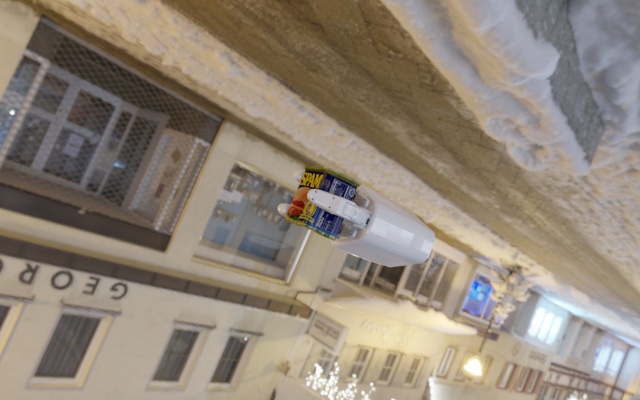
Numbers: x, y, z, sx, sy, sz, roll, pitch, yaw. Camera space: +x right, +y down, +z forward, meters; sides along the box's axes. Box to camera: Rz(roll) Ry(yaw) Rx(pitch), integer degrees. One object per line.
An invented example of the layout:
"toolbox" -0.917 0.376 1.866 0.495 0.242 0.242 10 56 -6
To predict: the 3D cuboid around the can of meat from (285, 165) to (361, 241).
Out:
"can of meat" 0.000 0.002 0.651 0.057 0.084 0.102 24 -4 -24
